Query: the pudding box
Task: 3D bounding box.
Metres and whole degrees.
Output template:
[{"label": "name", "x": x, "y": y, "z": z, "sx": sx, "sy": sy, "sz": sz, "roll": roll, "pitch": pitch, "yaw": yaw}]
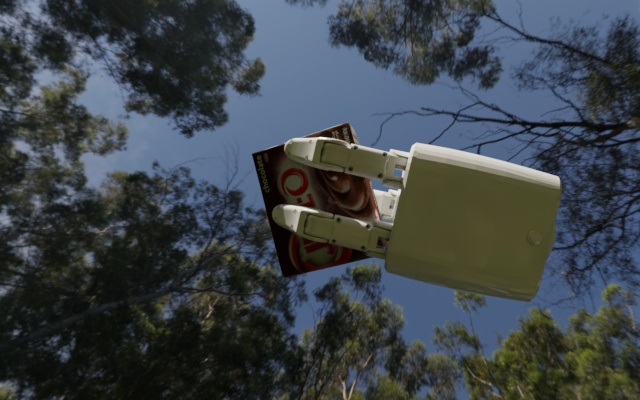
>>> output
[{"label": "pudding box", "x": 0.000, "y": 0.001, "z": 0.407, "sx": 0.090, "sy": 0.113, "sz": 0.039, "roll": -16, "pitch": -6, "yaw": 15}]
